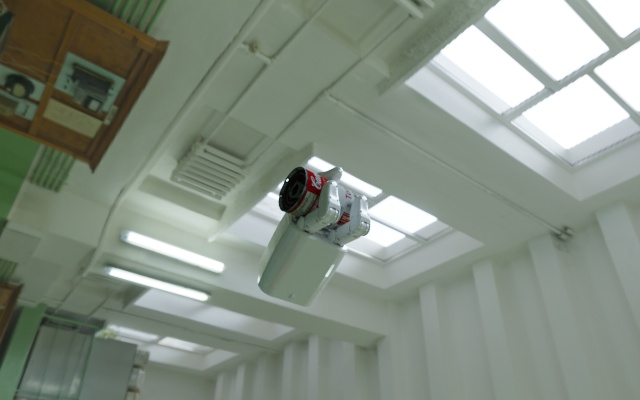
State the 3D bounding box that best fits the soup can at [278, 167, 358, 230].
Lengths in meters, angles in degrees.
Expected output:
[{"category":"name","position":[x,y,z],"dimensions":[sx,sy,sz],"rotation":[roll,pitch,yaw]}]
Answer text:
[{"category":"soup can","position":[0.001,0.002,0.686],"dimensions":[0.102,0.068,0.068],"rotation":[25,-13,-29]}]
